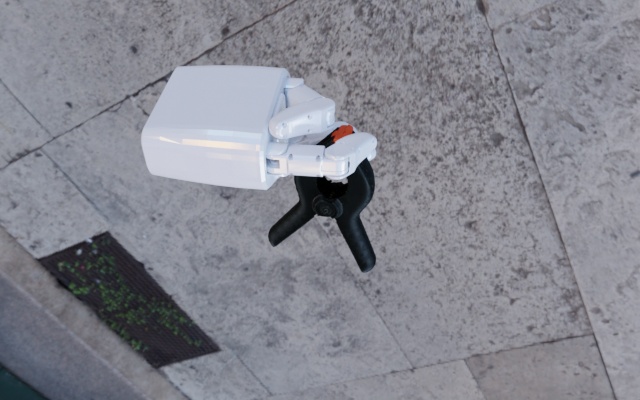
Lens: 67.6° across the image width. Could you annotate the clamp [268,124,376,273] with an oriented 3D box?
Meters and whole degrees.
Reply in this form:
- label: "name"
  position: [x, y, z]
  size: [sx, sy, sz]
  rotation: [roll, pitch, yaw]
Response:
- label: "clamp"
  position: [0.000, 0.002, 0.480]
  size: [0.120, 0.172, 0.039]
  rotation: [5, 37, 7]
